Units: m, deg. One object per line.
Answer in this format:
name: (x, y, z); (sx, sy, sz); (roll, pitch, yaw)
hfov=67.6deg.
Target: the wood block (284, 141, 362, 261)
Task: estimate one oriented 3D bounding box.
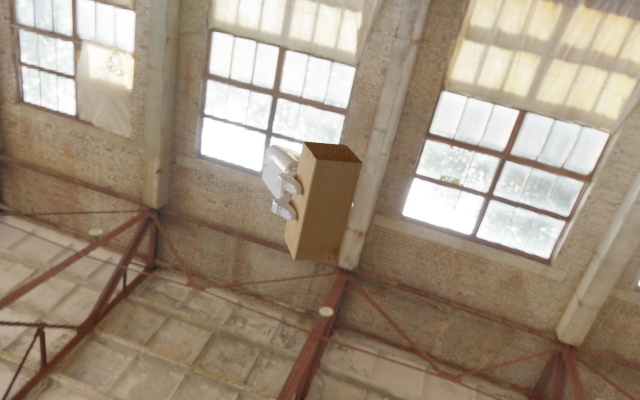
wood block: (0.000, 0.003, 0.899); (0.091, 0.206, 0.090); (2, 27, -21)
